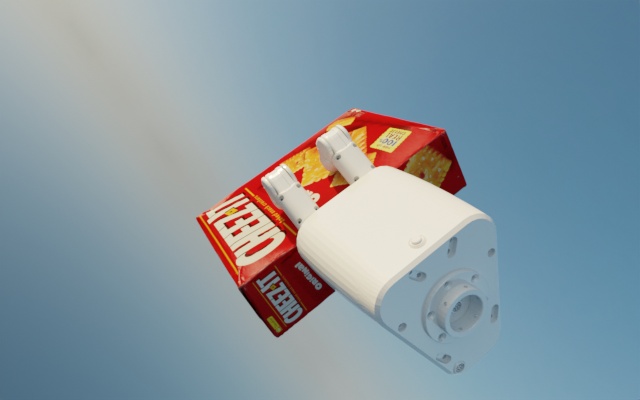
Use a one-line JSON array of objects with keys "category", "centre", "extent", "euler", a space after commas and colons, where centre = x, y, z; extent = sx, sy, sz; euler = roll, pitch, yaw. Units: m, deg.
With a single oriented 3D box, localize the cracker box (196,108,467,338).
[{"category": "cracker box", "centre": [0.000, 0.002, 0.457], "extent": [0.213, 0.072, 0.164], "euler": [-36, 29, -11]}]
